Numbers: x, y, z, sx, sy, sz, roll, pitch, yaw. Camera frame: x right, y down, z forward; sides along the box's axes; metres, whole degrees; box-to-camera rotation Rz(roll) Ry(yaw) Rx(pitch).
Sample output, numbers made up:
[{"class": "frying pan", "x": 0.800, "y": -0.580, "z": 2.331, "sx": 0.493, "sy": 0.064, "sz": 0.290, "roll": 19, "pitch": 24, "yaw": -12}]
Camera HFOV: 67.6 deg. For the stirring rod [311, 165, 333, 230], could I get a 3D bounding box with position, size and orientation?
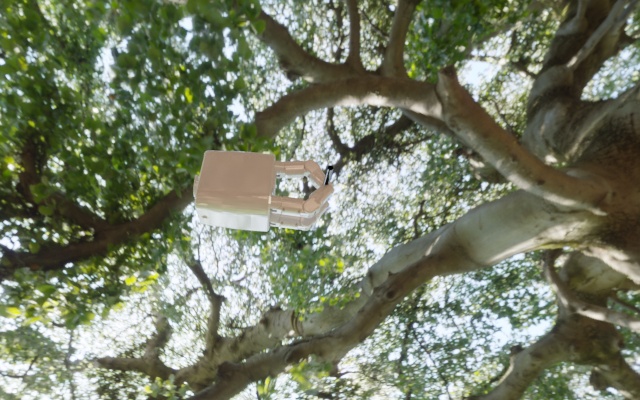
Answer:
[{"class": "stirring rod", "x": 0.000, "y": 0.002, "z": 0.766, "sx": 0.011, "sy": 0.011, "sz": 0.240, "roll": 0, "pitch": -23, "yaw": -7}]
